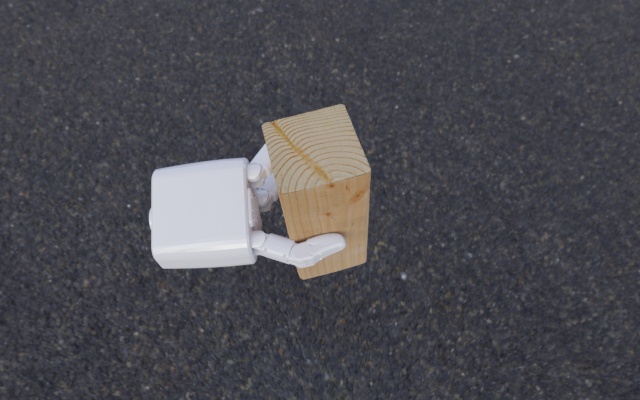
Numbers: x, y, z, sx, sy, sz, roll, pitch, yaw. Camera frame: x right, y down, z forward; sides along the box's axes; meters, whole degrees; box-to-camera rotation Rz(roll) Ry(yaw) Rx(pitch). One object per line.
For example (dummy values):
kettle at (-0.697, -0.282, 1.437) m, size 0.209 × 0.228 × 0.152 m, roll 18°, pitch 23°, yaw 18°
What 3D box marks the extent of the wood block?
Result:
wood block at (0.000, 0.002, 0.546) m, size 0.090 × 0.090 × 0.206 m, roll -14°, pitch -31°, yaw -5°
